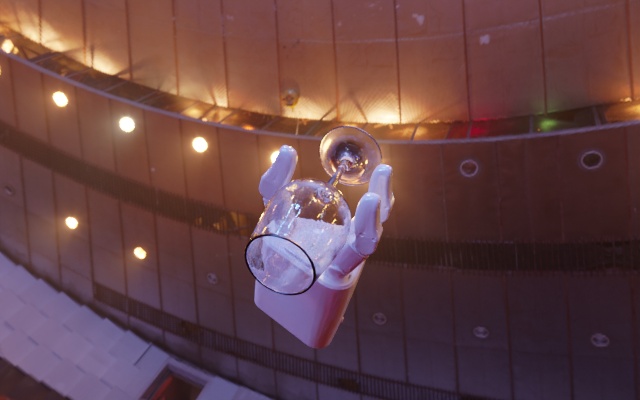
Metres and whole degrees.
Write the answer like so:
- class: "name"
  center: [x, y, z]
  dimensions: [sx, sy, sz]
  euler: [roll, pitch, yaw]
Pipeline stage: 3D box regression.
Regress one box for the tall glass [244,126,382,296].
- class: "tall glass"
  center: [0.000, 0.001, 0.458]
  dimensions: [0.079, 0.079, 0.201]
  euler: [0, 30, 23]
